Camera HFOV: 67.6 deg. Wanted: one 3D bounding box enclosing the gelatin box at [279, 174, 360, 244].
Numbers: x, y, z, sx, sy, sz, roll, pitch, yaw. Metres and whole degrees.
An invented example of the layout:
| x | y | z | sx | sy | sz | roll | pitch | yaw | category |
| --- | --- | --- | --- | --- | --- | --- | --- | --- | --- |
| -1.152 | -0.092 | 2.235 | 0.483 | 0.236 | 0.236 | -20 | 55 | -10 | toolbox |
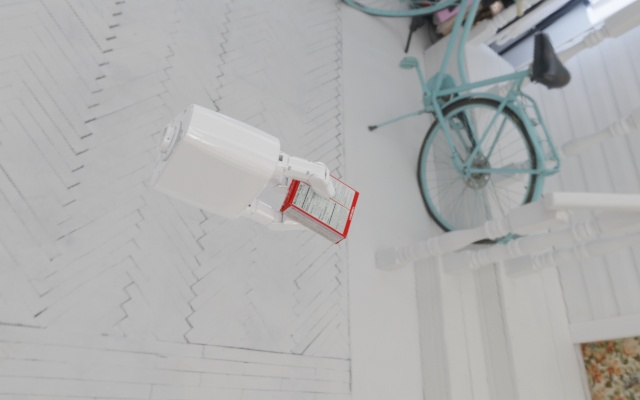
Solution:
| x | y | z | sx | sy | sz | roll | pitch | yaw | category |
| --- | --- | --- | --- | --- | --- | --- | --- | --- | --- |
| 0.001 | 0.002 | 0.607 | 0.089 | 0.073 | 0.030 | 31 | -36 | -17 | gelatin box |
